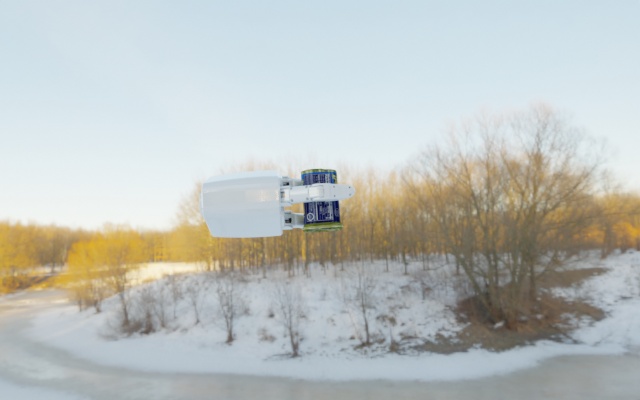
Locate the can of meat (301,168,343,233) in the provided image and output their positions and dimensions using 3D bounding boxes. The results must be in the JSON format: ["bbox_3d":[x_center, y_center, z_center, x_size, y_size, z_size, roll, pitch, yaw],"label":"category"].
[{"bbox_3d":[0.000,0.002,0.703,0.057,0.084,0.102,-4,-7,-1],"label":"can of meat"}]
